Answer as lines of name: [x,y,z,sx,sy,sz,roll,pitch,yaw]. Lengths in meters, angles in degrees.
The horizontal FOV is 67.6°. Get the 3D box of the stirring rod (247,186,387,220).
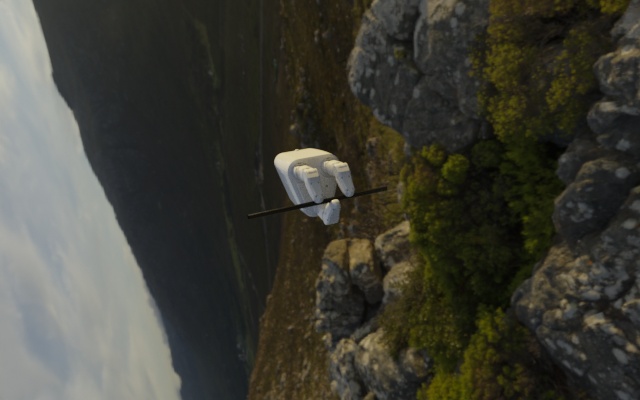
stirring rod: [0.000,0.003,0.774,0.239,0.011,0.011,-12,4,-18]
